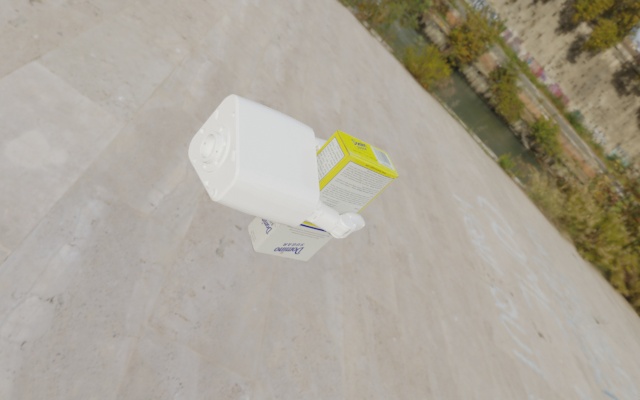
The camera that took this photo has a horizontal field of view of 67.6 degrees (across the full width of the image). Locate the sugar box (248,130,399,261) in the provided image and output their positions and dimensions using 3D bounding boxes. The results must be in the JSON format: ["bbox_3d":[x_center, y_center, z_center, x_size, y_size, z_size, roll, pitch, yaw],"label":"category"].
[{"bbox_3d":[0.000,0.001,0.573,0.093,0.048,0.176,18,-50,-43],"label":"sugar box"}]
